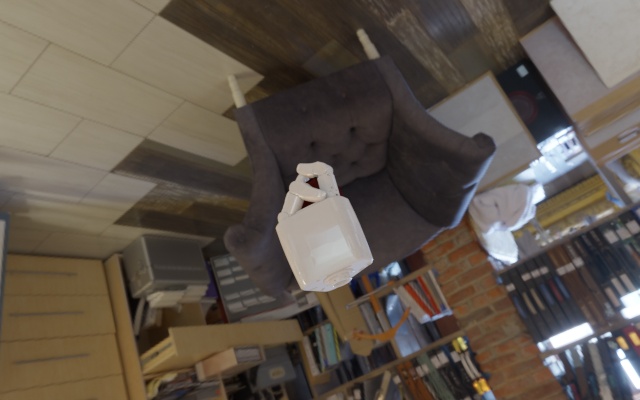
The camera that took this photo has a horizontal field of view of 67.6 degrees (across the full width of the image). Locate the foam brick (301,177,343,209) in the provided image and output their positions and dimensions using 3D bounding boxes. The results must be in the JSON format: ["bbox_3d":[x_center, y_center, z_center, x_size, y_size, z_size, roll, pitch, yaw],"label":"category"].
[{"bbox_3d":[0.000,0.002,0.773,0.053,0.051,0.078,-34,-26,22],"label":"foam brick"}]
